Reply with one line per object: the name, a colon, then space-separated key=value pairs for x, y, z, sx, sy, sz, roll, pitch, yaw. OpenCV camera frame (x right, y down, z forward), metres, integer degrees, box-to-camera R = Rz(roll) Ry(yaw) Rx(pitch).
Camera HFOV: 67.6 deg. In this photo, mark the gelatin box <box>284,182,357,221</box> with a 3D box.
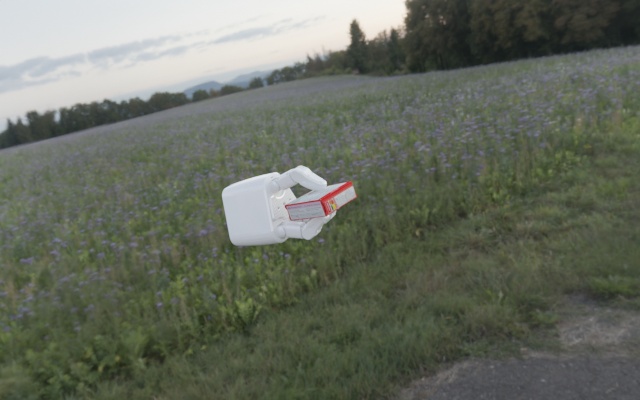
gelatin box: x=0.000 y=0.002 z=0.736 sx=0.089 sy=0.030 sz=0.073 roll=-10 pitch=15 yaw=48
